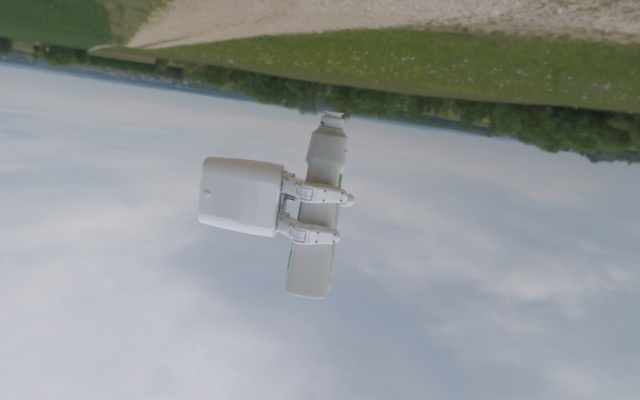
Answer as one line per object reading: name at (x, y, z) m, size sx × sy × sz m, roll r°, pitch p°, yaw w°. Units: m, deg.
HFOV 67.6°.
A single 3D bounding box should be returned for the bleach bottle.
bleach bottle at (0.000, 0.002, 0.663) m, size 0.068 × 0.251 × 0.102 m, roll 9°, pitch 13°, yaw 2°
